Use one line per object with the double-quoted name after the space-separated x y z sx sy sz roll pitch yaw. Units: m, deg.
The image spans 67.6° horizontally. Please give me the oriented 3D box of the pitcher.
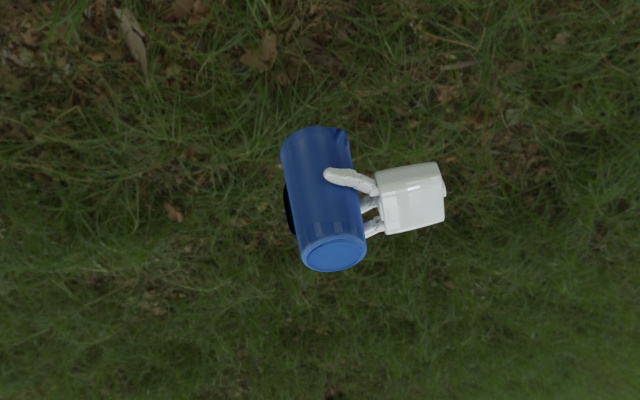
0.000 0.003 0.838 0.145 0.242 0.149 -11 -38 1 "pitcher"
